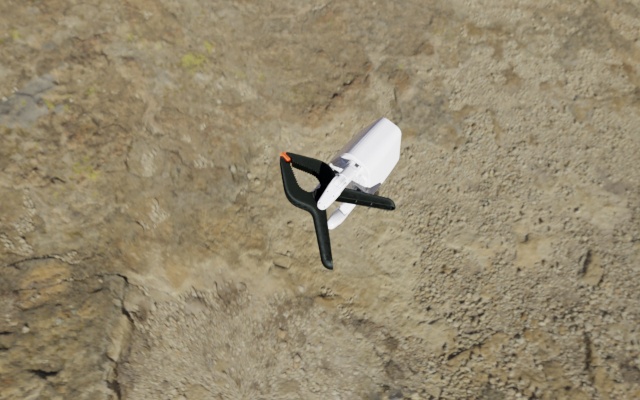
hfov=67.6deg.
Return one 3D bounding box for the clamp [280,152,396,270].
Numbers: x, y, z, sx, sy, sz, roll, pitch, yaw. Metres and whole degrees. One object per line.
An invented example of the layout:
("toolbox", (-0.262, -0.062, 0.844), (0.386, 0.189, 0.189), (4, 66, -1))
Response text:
("clamp", (0.000, 0.002, 0.802), (0.210, 0.164, 0.036), (38, -21, 7))
